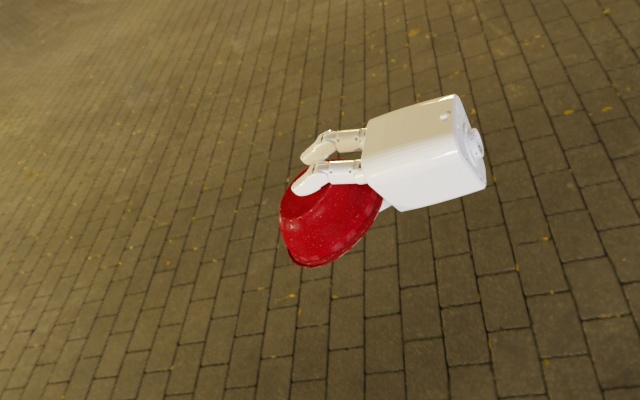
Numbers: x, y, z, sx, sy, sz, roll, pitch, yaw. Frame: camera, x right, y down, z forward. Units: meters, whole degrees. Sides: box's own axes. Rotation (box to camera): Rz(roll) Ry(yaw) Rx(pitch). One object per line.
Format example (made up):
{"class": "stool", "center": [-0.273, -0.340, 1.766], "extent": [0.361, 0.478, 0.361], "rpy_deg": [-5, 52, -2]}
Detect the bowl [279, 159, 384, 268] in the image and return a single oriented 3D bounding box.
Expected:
{"class": "bowl", "center": [-0.001, 0.002, 0.600], "extent": [0.055, 0.162, 0.162], "rpy_deg": [41, -24, -30]}
